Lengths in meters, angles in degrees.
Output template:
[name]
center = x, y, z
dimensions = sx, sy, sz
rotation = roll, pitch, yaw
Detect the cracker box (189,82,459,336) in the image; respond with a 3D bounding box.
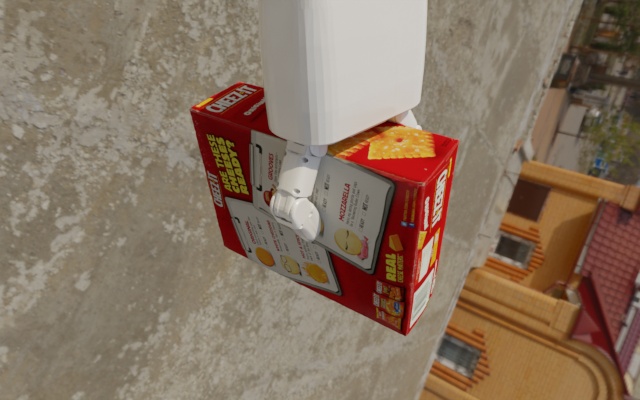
[cracker box]
center = 0.000, 0.002, 0.418
dimensions = 0.213, 0.164, 0.072
rotation = 21, 45, 28
